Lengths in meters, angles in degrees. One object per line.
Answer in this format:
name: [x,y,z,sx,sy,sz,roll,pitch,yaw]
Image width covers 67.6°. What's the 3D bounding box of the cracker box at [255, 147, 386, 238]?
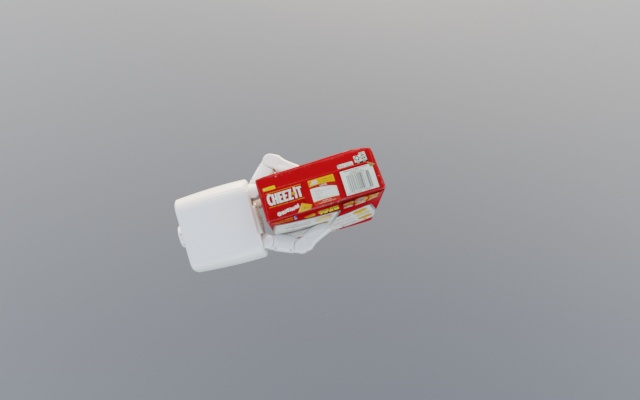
cracker box: [0.000,0.003,0.725,0.164,0.072,0.214,-17,-13,-3]
